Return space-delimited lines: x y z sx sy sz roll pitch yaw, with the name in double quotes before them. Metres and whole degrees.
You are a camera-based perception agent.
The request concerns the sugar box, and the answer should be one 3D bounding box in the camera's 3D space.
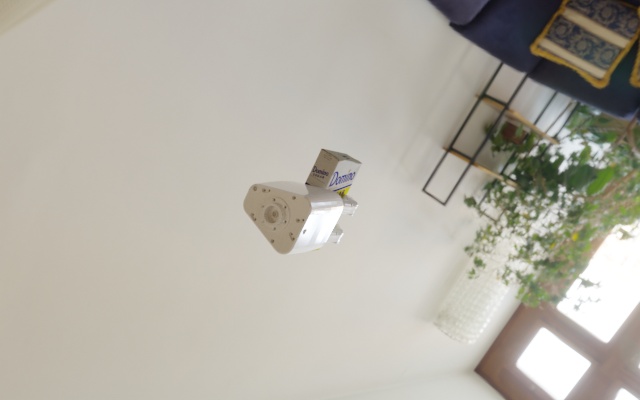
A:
"sugar box" 0.000 0.003 0.808 0.048 0.176 0.093 35 16 24
